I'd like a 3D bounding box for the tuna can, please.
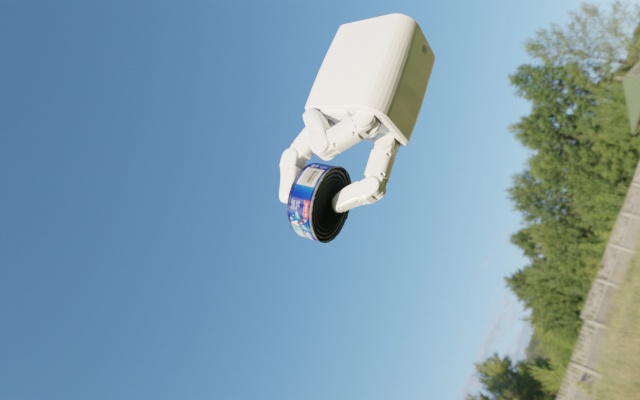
[{"bbox_3d":[0.000,0.002,0.529,0.033,0.086,0.086,13,7,30],"label":"tuna can"}]
